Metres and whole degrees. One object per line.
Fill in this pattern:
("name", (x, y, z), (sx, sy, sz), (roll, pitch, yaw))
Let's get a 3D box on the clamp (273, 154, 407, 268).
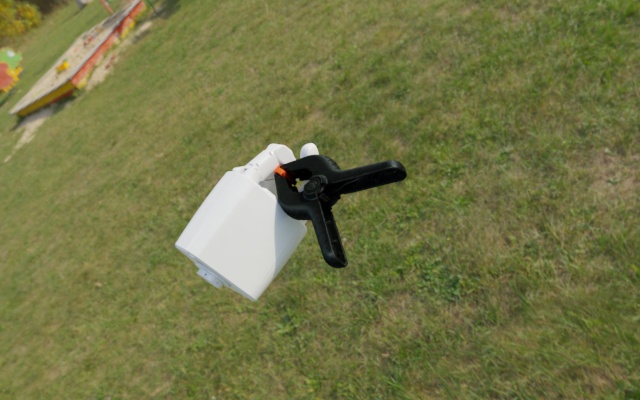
("clamp", (0.000, 0.001, 0.508), (0.171, 0.120, 0.039), (13, -27, 49))
